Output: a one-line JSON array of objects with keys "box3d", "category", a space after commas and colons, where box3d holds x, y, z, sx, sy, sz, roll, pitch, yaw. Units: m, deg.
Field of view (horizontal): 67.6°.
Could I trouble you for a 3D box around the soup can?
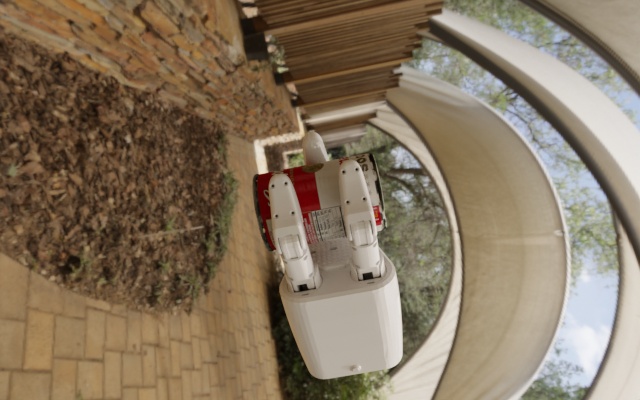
[{"box3d": [0.000, 0.001, 0.408, 0.102, 0.068, 0.068, -11, -1, 3], "category": "soup can"}]
